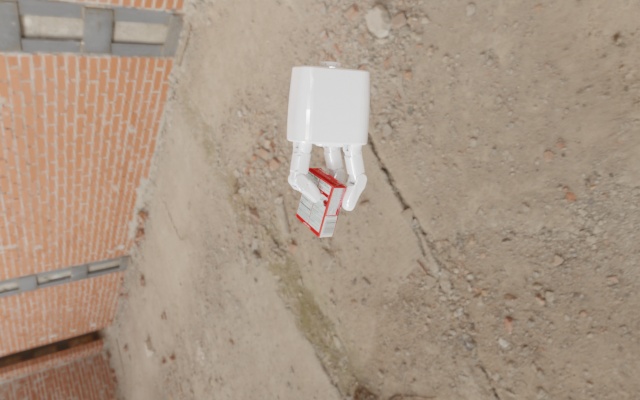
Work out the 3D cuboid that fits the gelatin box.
[{"bbox_3d":[0.000,0.003,0.743,0.030,0.089,0.073,0,24,-36],"label":"gelatin box"}]
